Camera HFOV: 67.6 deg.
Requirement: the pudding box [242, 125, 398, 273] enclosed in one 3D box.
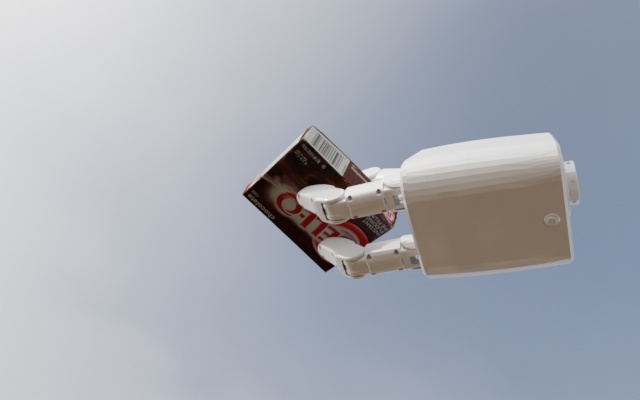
[{"bbox_3d":[0.000,0.001,0.435,0.090,0.113,0.039,-39,11,33],"label":"pudding box"}]
